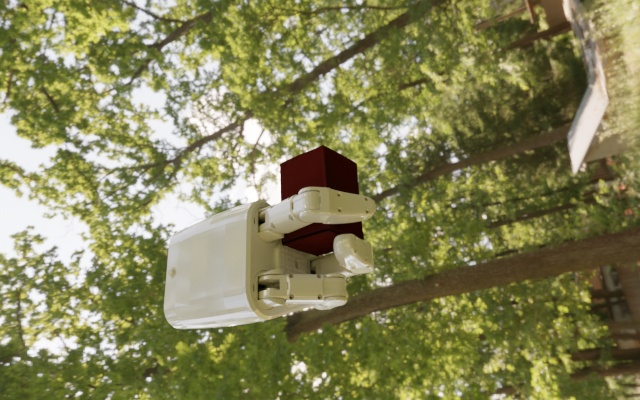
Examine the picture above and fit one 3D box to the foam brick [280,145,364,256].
[{"bbox_3d":[0.000,0.001,0.415,0.051,0.078,0.053,-19,-28,33],"label":"foam brick"}]
